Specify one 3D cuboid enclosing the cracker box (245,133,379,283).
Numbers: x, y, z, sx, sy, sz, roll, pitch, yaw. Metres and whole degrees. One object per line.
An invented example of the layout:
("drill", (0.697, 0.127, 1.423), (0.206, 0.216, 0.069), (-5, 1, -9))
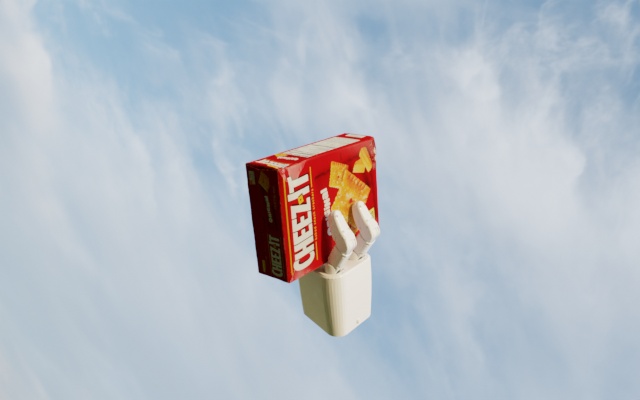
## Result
("cracker box", (0.000, 0.002, 0.703), (0.072, 0.164, 0.213), (12, 24, 39))
